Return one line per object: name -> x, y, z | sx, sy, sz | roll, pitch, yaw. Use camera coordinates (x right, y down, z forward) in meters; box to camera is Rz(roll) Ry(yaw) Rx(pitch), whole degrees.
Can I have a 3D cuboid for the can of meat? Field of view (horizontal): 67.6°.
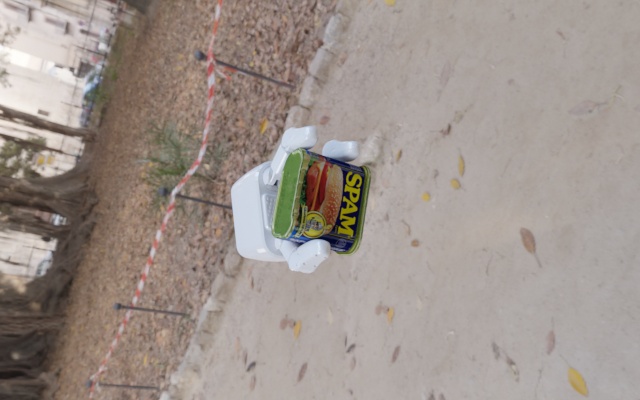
can of meat -> 0.000, 0.002, 0.514 | 0.084, 0.102, 0.057 | 15, -12, -26
